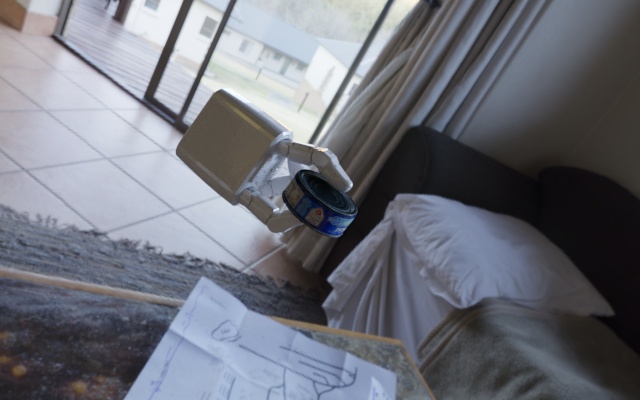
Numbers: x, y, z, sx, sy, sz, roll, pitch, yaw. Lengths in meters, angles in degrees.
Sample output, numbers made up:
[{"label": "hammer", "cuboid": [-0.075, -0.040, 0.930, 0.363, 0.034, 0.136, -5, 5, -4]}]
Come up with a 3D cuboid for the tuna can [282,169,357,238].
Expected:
[{"label": "tuna can", "cuboid": [0.000, 0.001, 0.553, 0.086, 0.034, 0.086, 31, 21, -14]}]
